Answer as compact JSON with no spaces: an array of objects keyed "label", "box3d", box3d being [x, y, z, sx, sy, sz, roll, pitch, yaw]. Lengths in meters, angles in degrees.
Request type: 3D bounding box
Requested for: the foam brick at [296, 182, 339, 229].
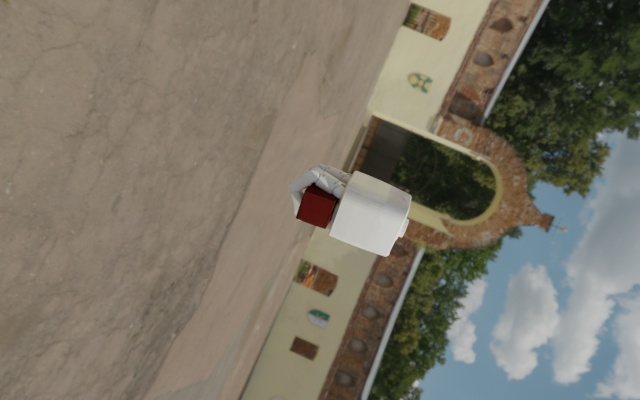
[{"label":"foam brick","box3d":[0.000,0.003,0.779,0.051,0.053,0.078,21,24,6]}]
